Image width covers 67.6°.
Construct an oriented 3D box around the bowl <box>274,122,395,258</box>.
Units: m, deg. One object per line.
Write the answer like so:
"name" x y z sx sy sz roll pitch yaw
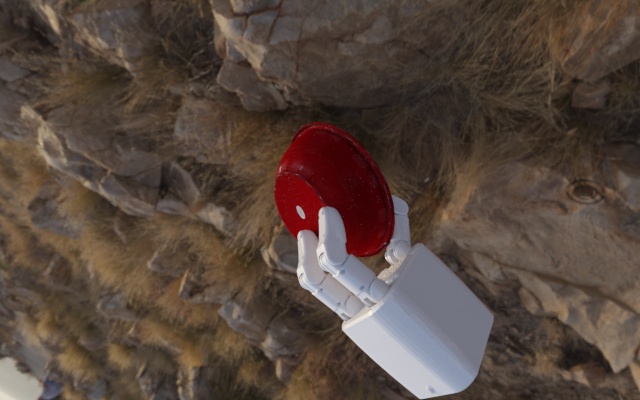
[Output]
"bowl" -0.001 0.001 0.509 0.055 0.162 0.162 -30 17 -33
